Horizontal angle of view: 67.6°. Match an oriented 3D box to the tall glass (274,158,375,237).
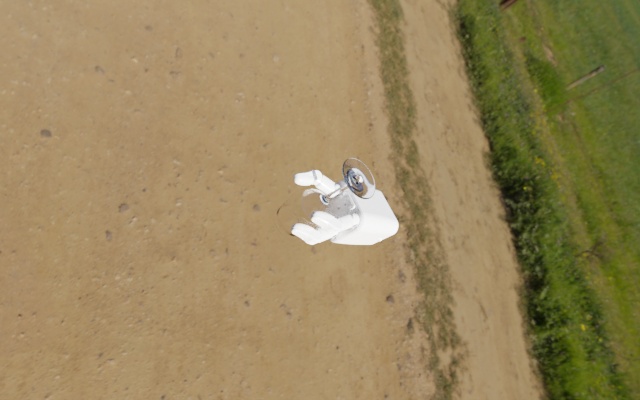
[{"bbox_3d":[0.000,0.002,0.846,0.079,0.079,0.201,0,-23,-45],"label":"tall glass"}]
